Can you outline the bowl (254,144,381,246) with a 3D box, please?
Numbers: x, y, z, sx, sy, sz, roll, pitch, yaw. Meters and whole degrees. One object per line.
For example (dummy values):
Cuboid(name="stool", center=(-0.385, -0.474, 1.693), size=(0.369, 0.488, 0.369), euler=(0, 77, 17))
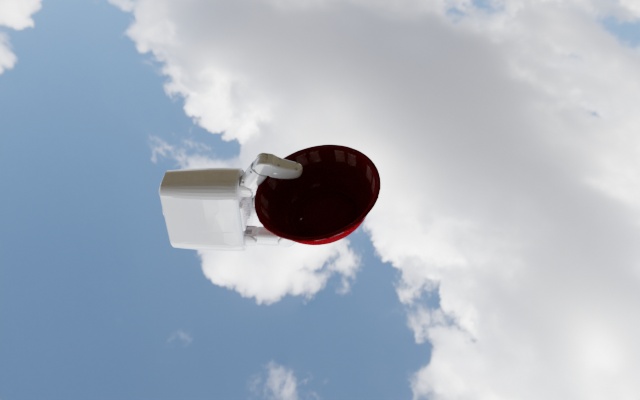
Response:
Cuboid(name="bowl", center=(0.001, 0.002, 0.612), size=(0.162, 0.162, 0.055), euler=(0, -41, 17))
